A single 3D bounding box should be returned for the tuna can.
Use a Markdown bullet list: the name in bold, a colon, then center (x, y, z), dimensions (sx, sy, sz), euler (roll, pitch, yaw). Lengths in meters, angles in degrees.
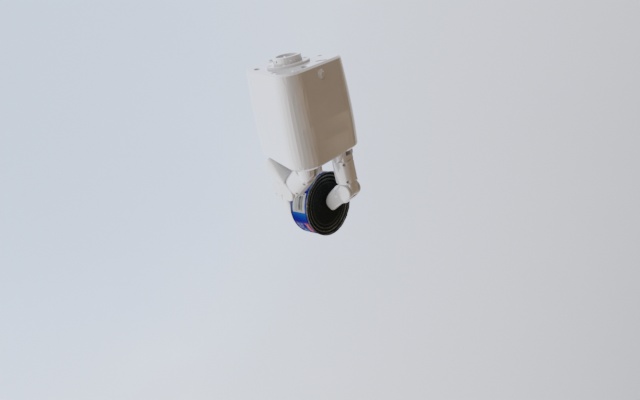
- **tuna can**: center (0.000, 0.002, 0.637), dimensions (0.034, 0.086, 0.086), euler (9, 6, 41)
